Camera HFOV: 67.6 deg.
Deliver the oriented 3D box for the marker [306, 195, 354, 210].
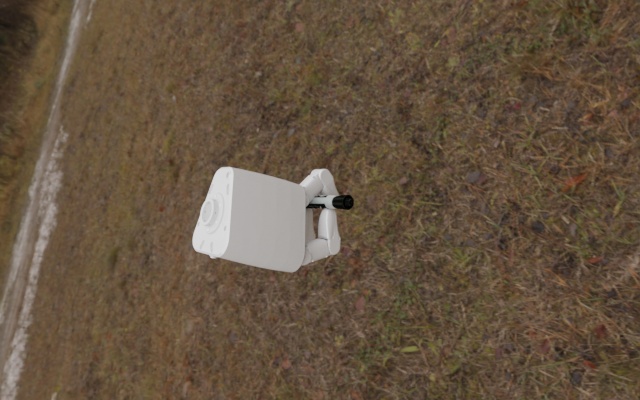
[{"bbox_3d":[0.000,0.002,0.625,0.020,0.020,0.121,0,0,-38],"label":"marker"}]
